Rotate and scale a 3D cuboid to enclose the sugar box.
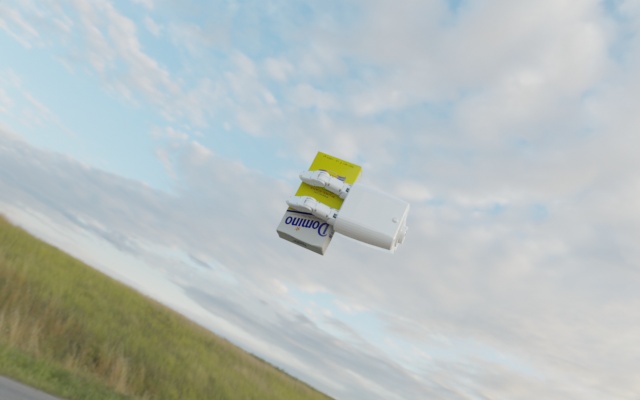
[{"bbox_3d":[0.000,0.003,0.875,0.093,0.176,0.048,21,-23,15],"label":"sugar box"}]
